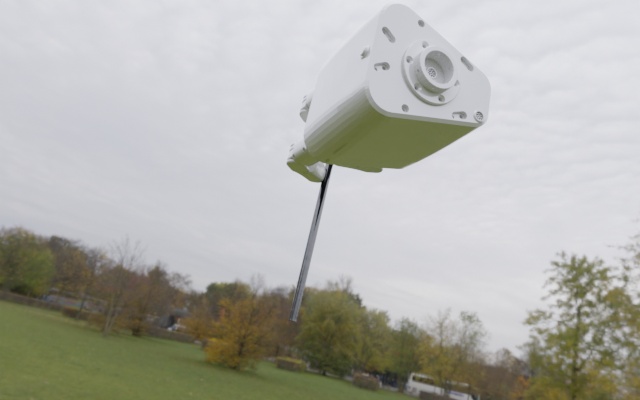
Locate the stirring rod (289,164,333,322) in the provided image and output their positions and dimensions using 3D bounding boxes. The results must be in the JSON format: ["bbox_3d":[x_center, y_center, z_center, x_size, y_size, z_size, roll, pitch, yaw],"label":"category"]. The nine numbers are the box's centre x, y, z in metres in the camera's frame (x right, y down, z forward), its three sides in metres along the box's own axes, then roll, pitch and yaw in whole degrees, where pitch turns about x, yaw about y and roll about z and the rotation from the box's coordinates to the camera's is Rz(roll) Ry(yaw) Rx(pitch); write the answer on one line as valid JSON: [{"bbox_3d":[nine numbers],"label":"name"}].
[{"bbox_3d":[0.000,0.002,0.484,0.011,0.239,0.011,12,-18,4],"label":"stirring rod"}]
